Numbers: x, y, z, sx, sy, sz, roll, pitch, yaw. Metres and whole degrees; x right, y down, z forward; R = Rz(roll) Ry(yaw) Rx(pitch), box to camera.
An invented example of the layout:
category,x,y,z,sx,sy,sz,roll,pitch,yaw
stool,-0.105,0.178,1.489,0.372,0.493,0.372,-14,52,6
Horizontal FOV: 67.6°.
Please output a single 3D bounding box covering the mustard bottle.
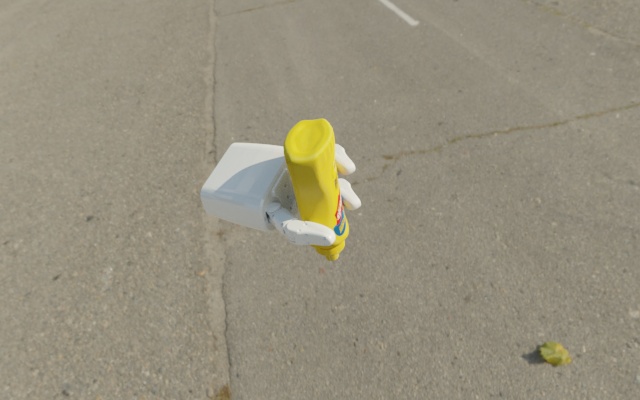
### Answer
category,x,y,z,sx,sy,sz,roll,pitch,yaw
mustard bottle,0.000,0.002,0.601,0.058,0.192,0.096,-5,36,9
